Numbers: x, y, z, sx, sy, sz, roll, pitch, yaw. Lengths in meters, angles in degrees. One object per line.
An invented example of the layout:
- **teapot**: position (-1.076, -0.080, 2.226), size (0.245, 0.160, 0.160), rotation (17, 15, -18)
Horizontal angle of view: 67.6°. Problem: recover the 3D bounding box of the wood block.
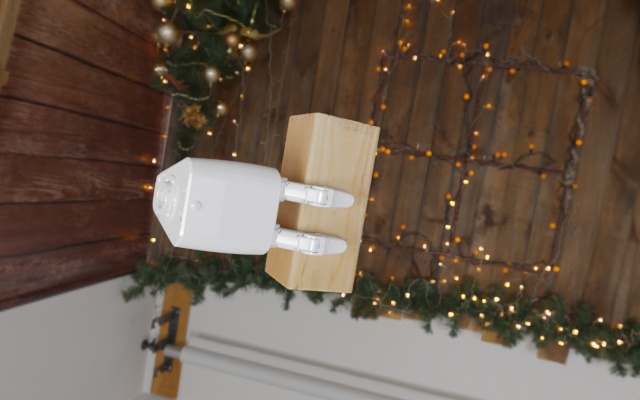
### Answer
- **wood block**: position (0.000, 0.002, 0.604), size (0.090, 0.206, 0.091), rotation (8, 3, -26)
